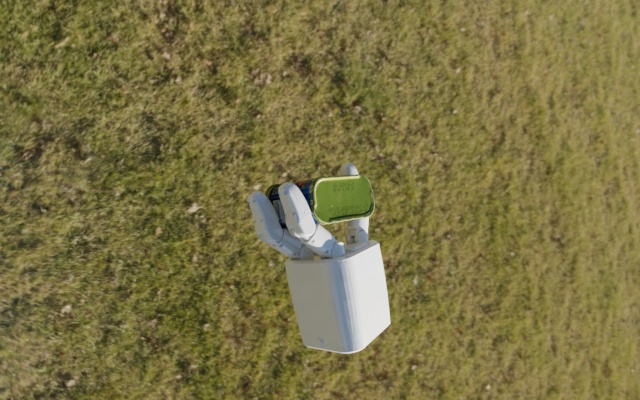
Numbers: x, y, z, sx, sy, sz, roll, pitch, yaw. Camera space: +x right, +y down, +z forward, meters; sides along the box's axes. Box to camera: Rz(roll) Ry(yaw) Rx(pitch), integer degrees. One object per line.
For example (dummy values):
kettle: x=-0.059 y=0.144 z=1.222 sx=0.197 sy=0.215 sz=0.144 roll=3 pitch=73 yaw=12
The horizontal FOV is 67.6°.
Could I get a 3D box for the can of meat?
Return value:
can of meat: x=0.000 y=0.002 z=0.557 sx=0.102 sy=0.057 sz=0.084 roll=-7 pitch=-1 yaw=-43
